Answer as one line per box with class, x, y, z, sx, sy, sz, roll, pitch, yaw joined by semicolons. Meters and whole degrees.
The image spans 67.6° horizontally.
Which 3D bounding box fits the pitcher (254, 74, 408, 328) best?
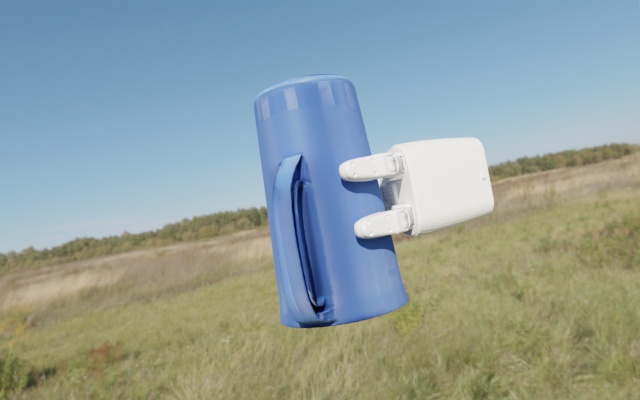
pitcher;0.000;0.002;0.488;0.145;0.243;0.149;-10;-1;-22
